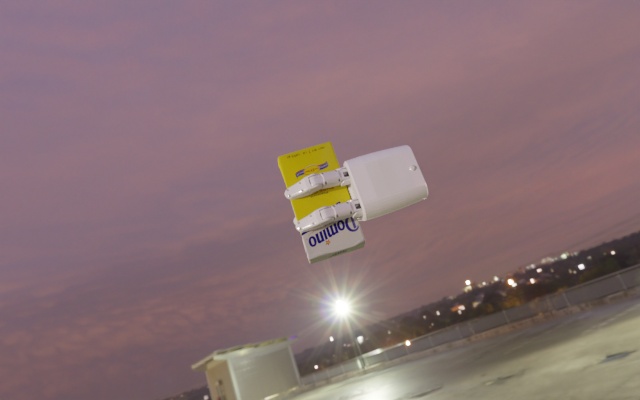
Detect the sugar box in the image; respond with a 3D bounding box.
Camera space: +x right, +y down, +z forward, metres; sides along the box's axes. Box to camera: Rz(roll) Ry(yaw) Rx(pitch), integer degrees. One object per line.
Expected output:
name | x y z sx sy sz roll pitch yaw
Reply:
sugar box | 0.000 0.002 0.758 0.093 0.176 0.048 -18 -18 -4
